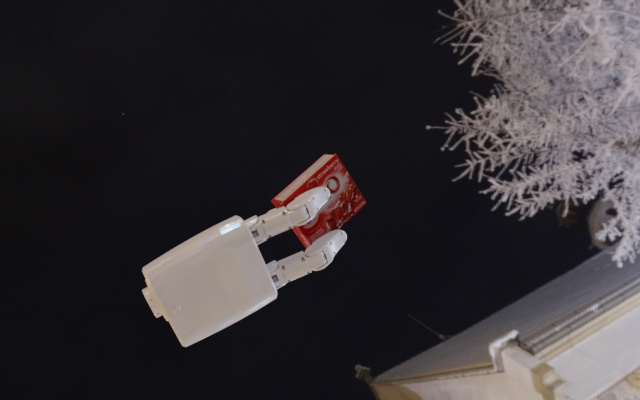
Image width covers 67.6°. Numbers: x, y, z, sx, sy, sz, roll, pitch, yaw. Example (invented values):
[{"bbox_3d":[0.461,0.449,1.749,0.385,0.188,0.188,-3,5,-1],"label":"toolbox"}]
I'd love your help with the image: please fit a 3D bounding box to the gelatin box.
[{"bbox_3d":[0.000,0.002,0.545,0.089,0.073,0.030,-43,24,-19],"label":"gelatin box"}]
